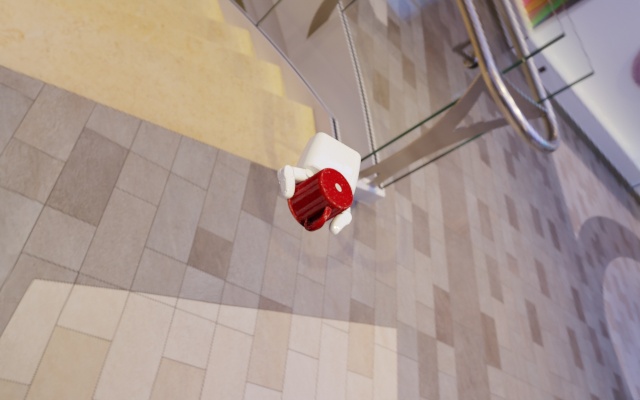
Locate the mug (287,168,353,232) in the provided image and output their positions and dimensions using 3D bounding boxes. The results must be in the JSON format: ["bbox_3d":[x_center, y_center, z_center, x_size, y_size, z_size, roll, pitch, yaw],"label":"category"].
[{"bbox_3d":[0.000,0.004,0.826,0.093,0.117,0.081,39,-49,-23],"label":"mug"}]
